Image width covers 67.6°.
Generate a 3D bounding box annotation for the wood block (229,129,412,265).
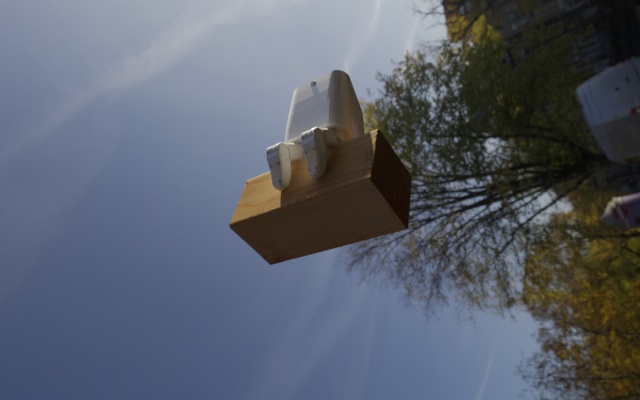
[{"bbox_3d":[0.000,0.002,0.602,0.206,0.090,0.091,-18,-50,31],"label":"wood block"}]
